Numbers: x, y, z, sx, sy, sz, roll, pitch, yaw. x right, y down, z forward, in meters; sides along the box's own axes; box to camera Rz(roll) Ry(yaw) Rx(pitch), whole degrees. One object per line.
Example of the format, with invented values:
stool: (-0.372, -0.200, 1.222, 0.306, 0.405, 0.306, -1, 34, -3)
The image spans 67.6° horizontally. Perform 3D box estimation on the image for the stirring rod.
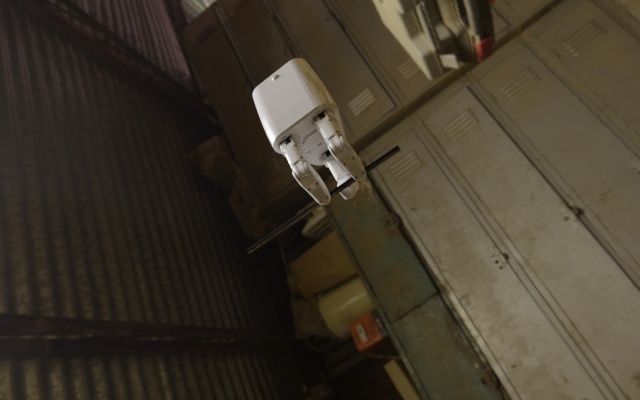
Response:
stirring rod: (0.000, 0.002, 0.612, 0.239, 0.011, 0.011, -35, -9, 13)
